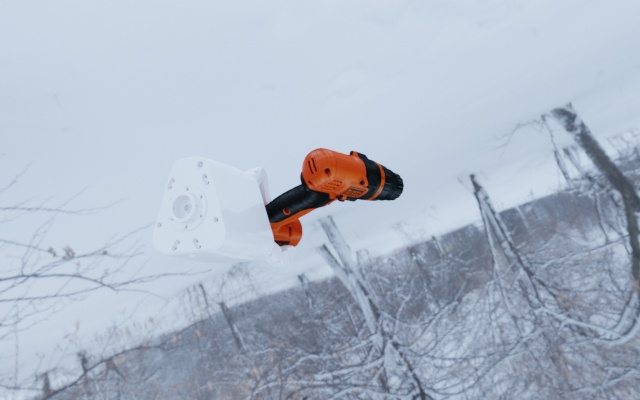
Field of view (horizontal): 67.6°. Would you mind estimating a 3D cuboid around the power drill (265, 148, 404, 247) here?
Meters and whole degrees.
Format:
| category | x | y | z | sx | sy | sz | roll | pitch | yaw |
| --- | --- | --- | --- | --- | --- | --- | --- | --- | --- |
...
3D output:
| category | x | y | z | sx | sy | sz | roll | pitch | yaw |
| --- | --- | --- | --- | --- | --- | --- | --- | --- | --- |
| power drill | 0.000 | 0.002 | 0.631 | 0.188 | 0.057 | 0.184 | -34 | -28 | 31 |
